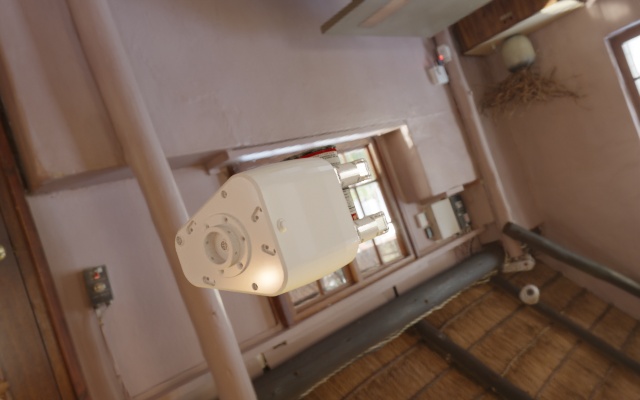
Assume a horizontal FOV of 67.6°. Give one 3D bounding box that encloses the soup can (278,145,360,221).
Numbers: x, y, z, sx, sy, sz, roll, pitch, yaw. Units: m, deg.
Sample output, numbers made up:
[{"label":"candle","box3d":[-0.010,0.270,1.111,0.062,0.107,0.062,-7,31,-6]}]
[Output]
[{"label":"soup can","box3d":[0.000,0.002,0.493,0.068,0.102,0.068,-19,-2,-1]}]
